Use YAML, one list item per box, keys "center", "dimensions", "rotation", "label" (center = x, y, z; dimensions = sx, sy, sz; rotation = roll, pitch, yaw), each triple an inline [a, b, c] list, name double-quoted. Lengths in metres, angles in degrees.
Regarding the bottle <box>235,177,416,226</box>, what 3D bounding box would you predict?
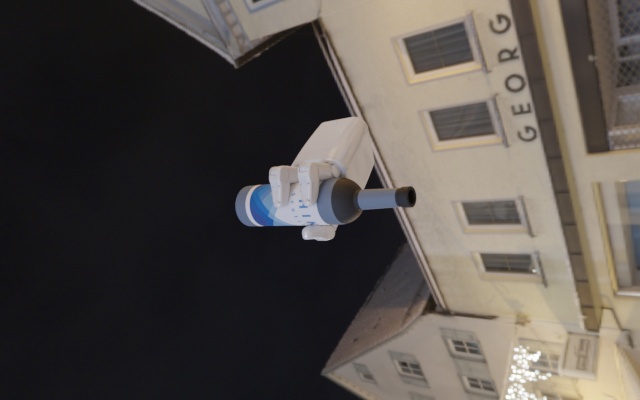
- center: [0.000, 0.002, 0.695]
  dimensions: [0.296, 0.069, 0.069]
  rotation: [-3, -2, 38]
  label: "bottle"
